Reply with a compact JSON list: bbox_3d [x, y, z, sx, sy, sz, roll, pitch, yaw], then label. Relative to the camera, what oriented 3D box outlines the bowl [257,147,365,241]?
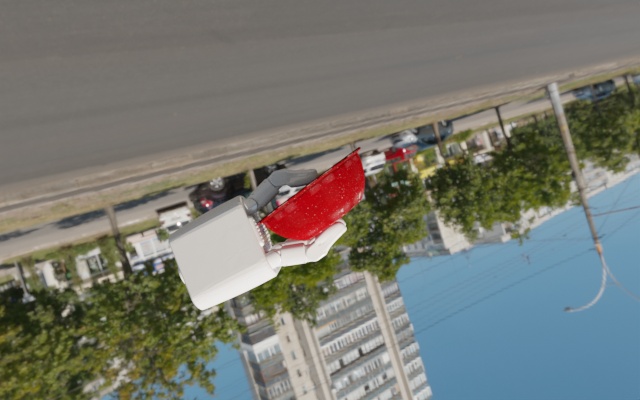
[{"bbox_3d":[0.001,0.002,0.598,0.162,0.055,0.162,-37,2,1],"label":"bowl"}]
